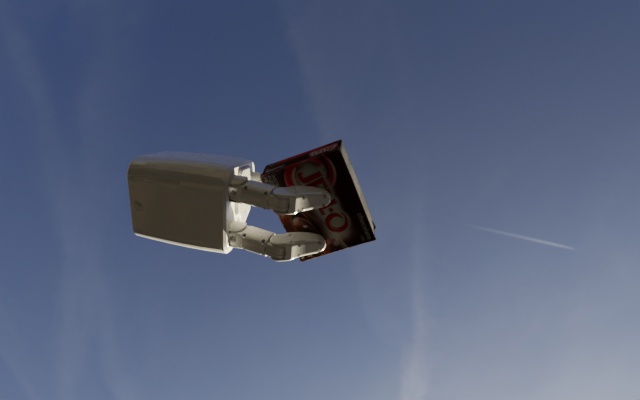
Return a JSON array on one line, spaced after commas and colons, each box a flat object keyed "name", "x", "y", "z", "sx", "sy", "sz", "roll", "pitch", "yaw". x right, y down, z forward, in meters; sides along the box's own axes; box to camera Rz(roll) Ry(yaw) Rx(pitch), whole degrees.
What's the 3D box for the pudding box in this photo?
[{"name": "pudding box", "x": 0.000, "y": 0.002, "z": 0.515, "sx": 0.090, "sy": 0.113, "sz": 0.039, "roll": -18, "pitch": 23, "yaw": 16}]
